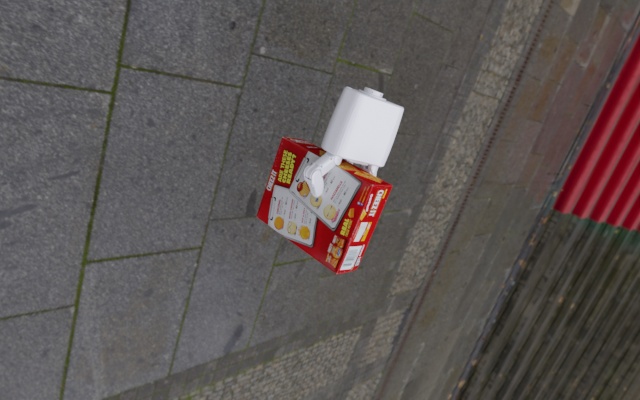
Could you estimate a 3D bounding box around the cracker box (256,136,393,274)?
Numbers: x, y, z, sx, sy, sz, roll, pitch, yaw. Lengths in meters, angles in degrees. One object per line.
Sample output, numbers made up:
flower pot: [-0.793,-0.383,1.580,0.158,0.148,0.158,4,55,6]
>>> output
cracker box: [0.000,0.003,0.837,0.213,0.164,0.072,31,19,35]
